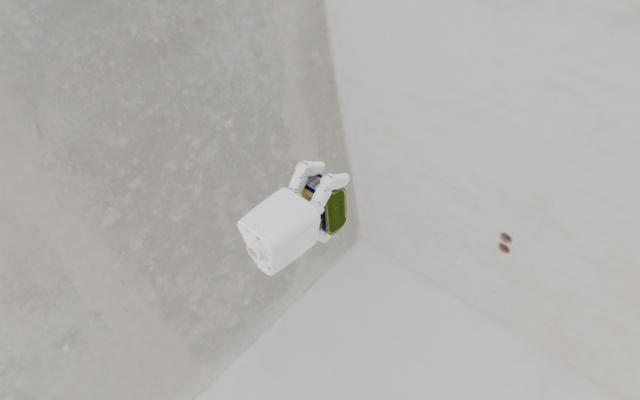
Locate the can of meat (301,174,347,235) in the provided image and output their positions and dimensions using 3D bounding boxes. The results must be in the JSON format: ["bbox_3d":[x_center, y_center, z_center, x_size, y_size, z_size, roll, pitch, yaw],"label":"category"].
[{"bbox_3d":[0.000,0.003,0.866,0.057,0.102,0.084,-35,49,-30],"label":"can of meat"}]
